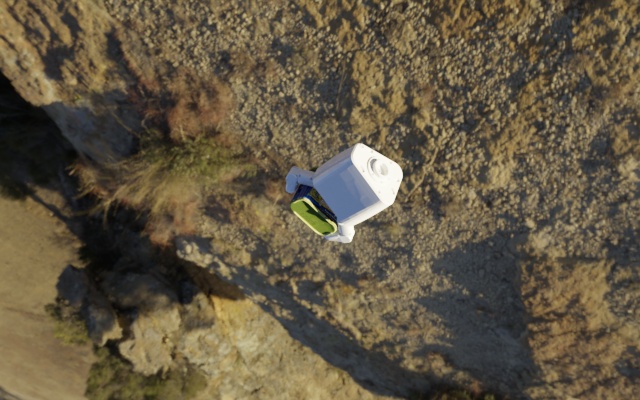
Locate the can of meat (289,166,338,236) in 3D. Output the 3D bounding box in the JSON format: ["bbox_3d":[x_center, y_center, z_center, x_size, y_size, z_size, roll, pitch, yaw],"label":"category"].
[{"bbox_3d":[0.000,0.003,0.881,0.102,0.084,0.057,42,-41,-20],"label":"can of meat"}]
